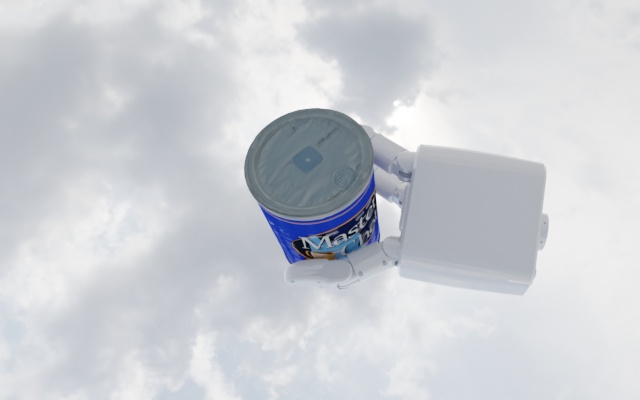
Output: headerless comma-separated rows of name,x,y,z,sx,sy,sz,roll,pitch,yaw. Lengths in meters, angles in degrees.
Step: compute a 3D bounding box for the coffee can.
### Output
coffee can,0.000,0.001,0.430,0.103,0.102,0.140,0,-29,9
